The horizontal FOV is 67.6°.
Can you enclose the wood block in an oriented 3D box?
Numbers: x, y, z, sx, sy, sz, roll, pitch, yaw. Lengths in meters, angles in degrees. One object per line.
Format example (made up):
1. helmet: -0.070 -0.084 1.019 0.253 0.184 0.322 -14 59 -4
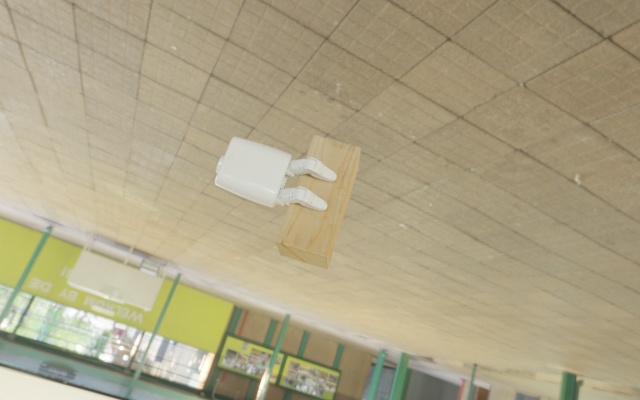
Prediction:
1. wood block: 0.000 0.003 0.842 0.090 0.206 0.091 16 -19 6
